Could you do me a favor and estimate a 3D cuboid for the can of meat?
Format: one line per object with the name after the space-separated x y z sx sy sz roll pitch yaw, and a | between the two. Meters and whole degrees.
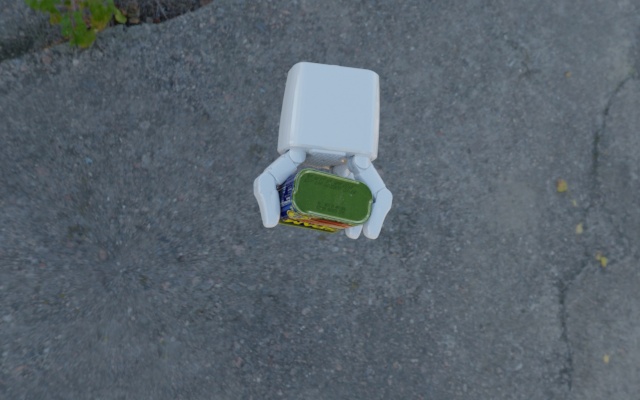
0.000 0.002 0.561 0.102 0.057 0.084 12 -13 -21 | can of meat
